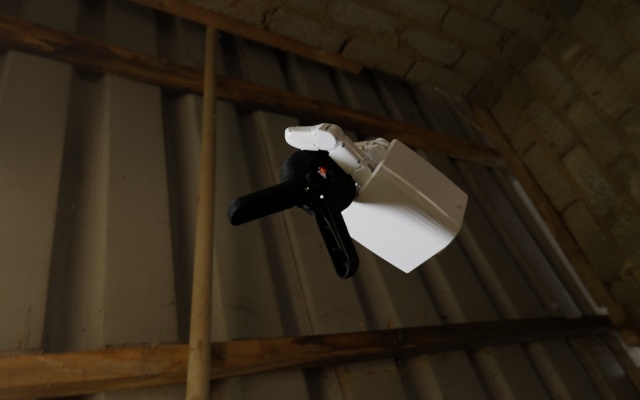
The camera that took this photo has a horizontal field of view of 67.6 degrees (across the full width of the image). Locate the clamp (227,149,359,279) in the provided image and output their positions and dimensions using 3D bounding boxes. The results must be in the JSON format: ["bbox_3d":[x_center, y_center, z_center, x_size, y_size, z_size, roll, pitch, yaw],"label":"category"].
[{"bbox_3d":[0.000,0.002,0.458,0.120,0.039,0.171,37,38,0],"label":"clamp"}]
